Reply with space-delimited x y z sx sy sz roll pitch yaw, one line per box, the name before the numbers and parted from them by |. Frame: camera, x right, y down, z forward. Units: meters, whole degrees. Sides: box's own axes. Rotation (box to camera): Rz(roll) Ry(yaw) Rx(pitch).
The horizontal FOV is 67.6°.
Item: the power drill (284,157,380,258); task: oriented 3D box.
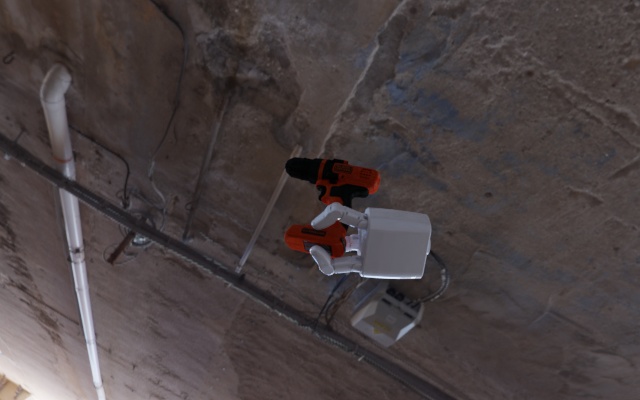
power drill | 0.000 0.003 0.861 0.184 0.187 0.057 10 -32 16
